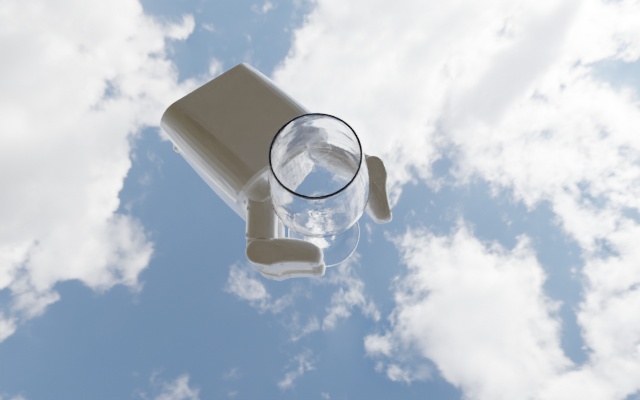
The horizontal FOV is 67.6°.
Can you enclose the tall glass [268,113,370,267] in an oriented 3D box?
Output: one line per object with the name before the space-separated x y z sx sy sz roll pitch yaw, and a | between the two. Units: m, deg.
tall glass | 0.000 0.002 0.404 0.079 0.079 0.201 0 -18 2
